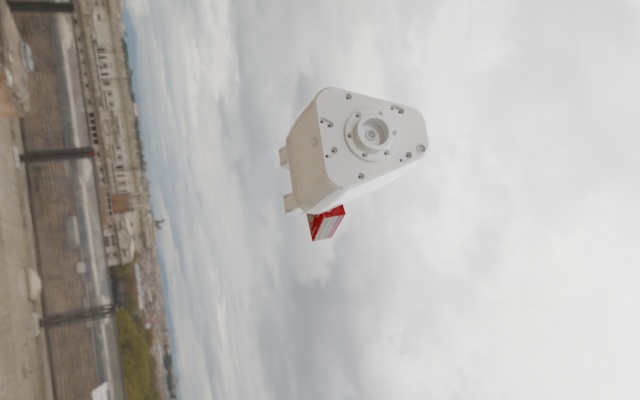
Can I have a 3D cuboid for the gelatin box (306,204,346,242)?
[{"bbox_3d":[0.000,0.002,0.595,0.030,0.073,0.089,-9,-21,-13],"label":"gelatin box"}]
